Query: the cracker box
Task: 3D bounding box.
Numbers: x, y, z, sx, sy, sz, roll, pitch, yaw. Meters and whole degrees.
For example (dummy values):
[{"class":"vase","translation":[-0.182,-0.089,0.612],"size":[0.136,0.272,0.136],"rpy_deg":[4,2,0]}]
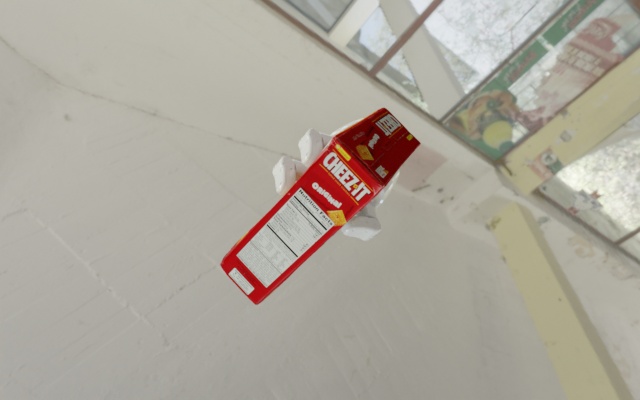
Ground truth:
[{"class":"cracker box","translation":[0.000,0.002,0.542],"size":[0.214,0.072,0.164],"rpy_deg":[-45,-1,31]}]
